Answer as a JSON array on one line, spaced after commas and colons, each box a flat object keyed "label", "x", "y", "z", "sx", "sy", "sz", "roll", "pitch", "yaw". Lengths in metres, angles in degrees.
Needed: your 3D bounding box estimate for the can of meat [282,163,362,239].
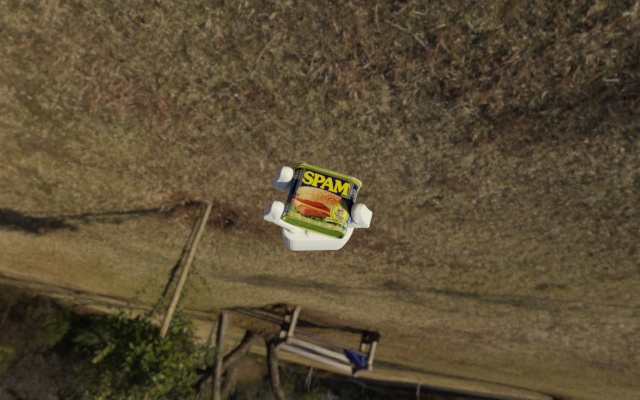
[{"label": "can of meat", "x": 0.000, "y": 0.003, "z": 0.705, "sx": 0.102, "sy": 0.084, "sz": 0.057, "roll": 17, "pitch": -17, "yaw": -2}]
